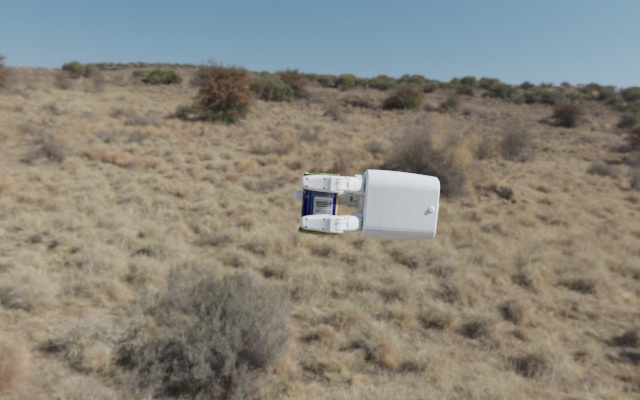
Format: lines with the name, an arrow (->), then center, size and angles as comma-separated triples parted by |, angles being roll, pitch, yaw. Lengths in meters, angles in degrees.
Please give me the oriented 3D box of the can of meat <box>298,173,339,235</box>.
can of meat -> 0.000, 0.002, 0.706 | 0.057, 0.084, 0.102 | 4, 5, 1
